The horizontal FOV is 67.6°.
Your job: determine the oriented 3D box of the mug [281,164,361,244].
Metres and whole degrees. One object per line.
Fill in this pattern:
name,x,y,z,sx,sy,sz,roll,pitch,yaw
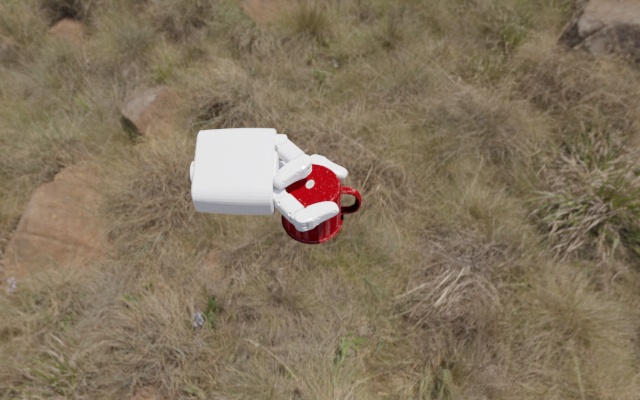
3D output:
mug,0.002,0.002,0.680,0.117,0.093,0.082,-1,-36,-1
